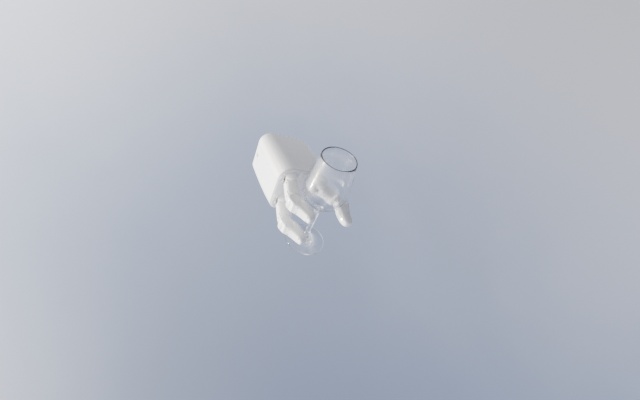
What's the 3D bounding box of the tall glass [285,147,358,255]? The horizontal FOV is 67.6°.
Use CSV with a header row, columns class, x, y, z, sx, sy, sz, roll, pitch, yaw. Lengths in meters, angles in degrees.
class,x,y,z,sx,sy,sz,roll,pitch,yaw
tall glass,0.000,0.003,0.822,0.079,0.079,0.201,0,-43,-25
